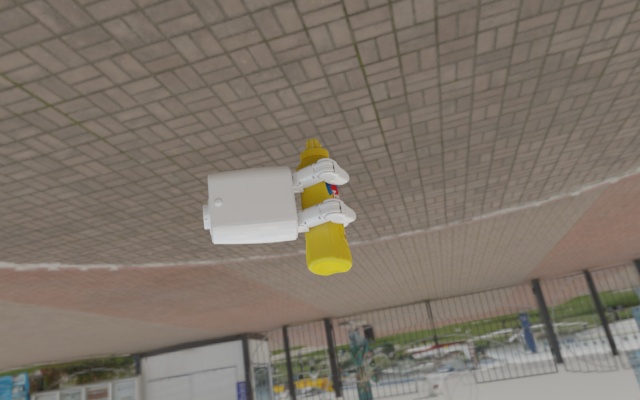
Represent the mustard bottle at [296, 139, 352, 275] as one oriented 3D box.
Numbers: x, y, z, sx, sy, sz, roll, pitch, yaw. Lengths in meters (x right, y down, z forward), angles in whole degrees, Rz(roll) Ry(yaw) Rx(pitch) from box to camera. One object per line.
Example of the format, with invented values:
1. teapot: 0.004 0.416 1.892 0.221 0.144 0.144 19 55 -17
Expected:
1. mustard bottle: 0.000 0.002 0.664 0.058 0.191 0.096 -13 -21 12
